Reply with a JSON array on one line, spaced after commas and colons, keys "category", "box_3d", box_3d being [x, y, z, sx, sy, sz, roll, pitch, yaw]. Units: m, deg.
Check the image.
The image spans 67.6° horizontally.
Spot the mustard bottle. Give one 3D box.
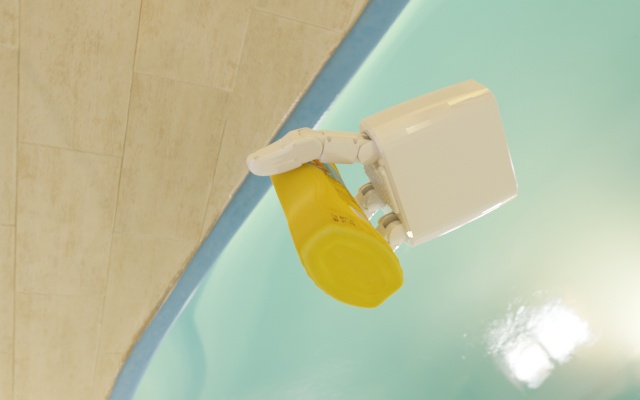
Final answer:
[{"category": "mustard bottle", "box_3d": [0.000, 0.002, 0.414, 0.096, 0.058, 0.191, 39, 14, -33]}]
